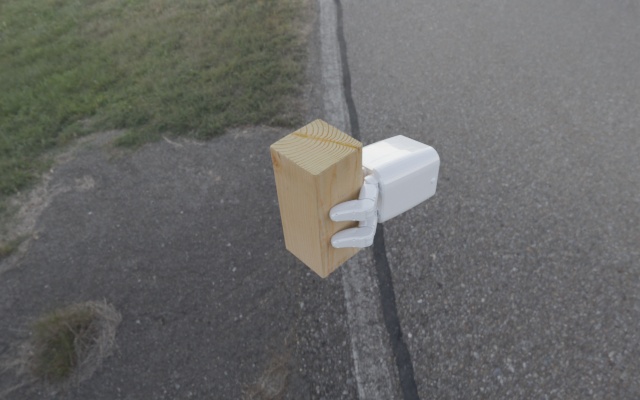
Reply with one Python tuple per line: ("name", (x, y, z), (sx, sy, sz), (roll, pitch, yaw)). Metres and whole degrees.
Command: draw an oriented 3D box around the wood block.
("wood block", (0.000, 0.002, 0.691), (0.090, 0.206, 0.090), (-34, 51, -27))
